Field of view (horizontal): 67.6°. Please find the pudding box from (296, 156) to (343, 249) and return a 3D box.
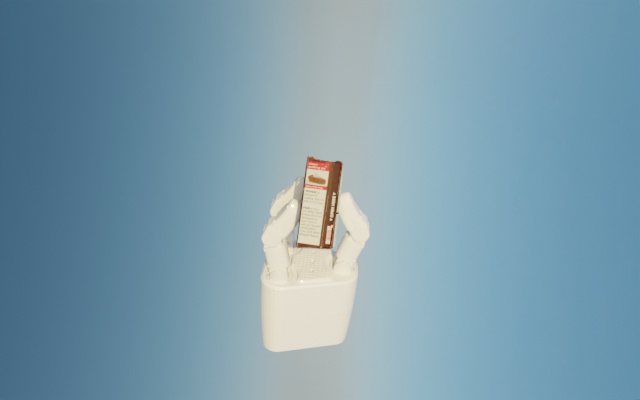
[{"bbox_3d":[0.000,0.002,0.507,0.039,0.090,0.113,6,2,-1],"label":"pudding box"}]
